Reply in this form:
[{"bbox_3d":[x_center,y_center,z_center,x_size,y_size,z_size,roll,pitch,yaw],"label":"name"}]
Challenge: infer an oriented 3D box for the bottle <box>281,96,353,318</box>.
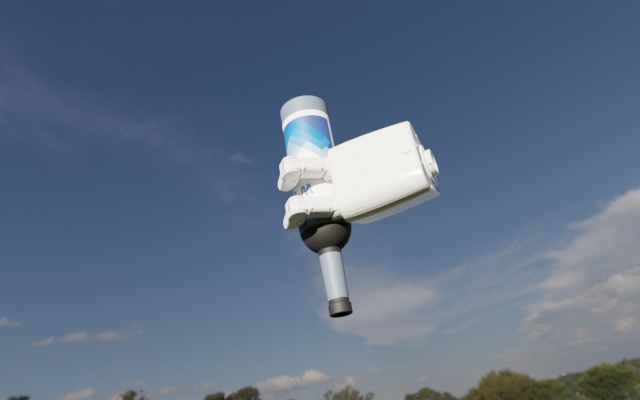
[{"bbox_3d":[0.000,0.002,0.615,0.069,0.295,0.069,-9,-26,-4],"label":"bottle"}]
